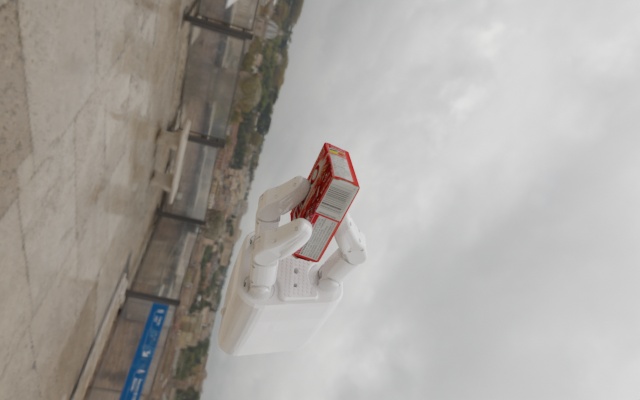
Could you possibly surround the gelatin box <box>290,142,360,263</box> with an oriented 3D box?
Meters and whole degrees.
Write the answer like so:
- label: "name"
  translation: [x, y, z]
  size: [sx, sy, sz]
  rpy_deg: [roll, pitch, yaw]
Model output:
- label: "gelatin box"
  translation: [0.001, 0.001, 0.444]
  size: [0.030, 0.089, 0.073]
  rpy_deg: [20, 27, -16]
